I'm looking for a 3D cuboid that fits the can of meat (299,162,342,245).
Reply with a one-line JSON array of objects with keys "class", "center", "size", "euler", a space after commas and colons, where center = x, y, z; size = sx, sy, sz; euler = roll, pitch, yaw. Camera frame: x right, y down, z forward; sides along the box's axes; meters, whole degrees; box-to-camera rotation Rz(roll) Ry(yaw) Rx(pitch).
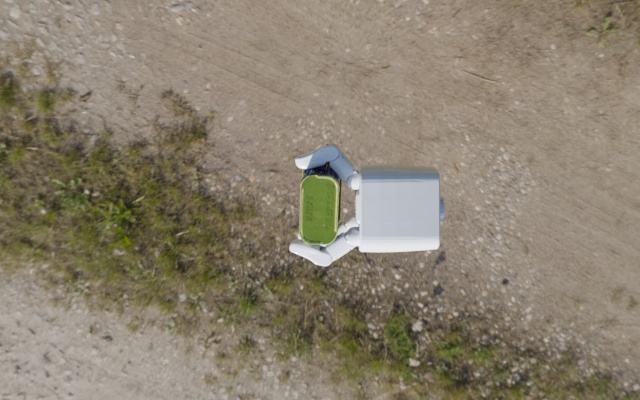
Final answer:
[{"class": "can of meat", "center": [0.000, 0.002, 0.658], "size": [0.057, 0.102, 0.084], "euler": [2, 16, 2]}]
